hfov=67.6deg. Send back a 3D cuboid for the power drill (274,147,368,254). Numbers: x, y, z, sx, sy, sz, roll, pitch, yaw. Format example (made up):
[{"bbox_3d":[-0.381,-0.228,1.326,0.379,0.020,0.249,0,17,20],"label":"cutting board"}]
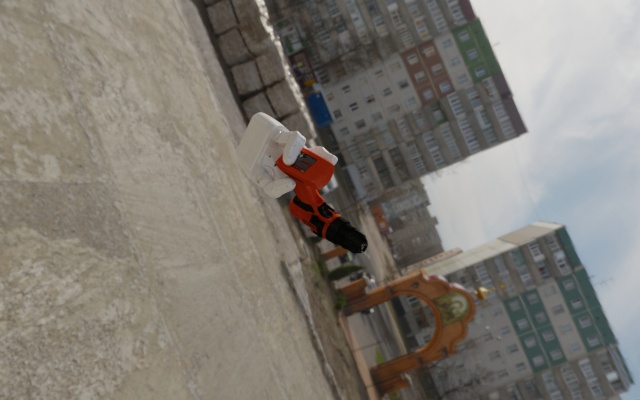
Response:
[{"bbox_3d":[0.000,0.002,0.844,0.184,0.057,0.188,30,-28,32],"label":"power drill"}]
